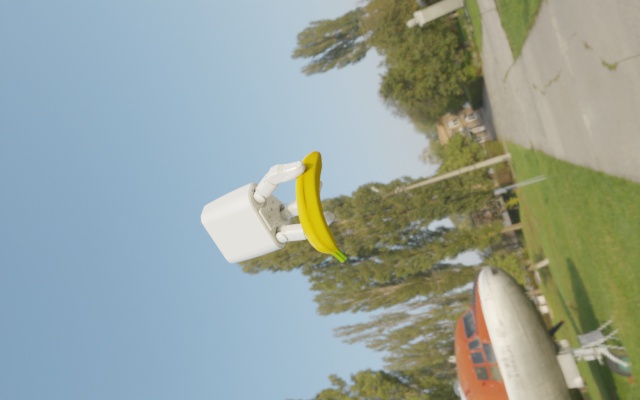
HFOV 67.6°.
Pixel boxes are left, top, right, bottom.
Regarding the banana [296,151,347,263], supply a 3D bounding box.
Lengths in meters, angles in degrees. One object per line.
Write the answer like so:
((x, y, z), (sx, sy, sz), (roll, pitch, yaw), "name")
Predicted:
((-0.009, 0.000, 0.727), (0.037, 0.197, 0.070), (-25, -30, 25), "banana")
